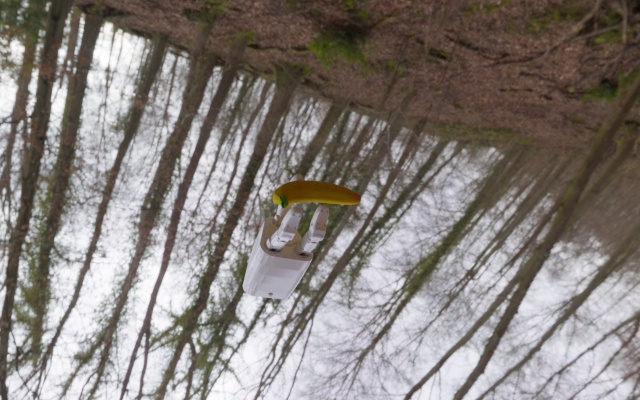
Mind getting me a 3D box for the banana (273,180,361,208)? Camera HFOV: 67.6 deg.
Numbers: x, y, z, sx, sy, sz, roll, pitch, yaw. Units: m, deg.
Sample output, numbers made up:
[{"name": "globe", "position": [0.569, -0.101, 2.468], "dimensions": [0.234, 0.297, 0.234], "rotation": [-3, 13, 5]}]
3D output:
[{"name": "banana", "position": [-0.014, -0.008, 0.812], "dimensions": [0.198, 0.037, 0.069], "rotation": [-6, 39, -47]}]
